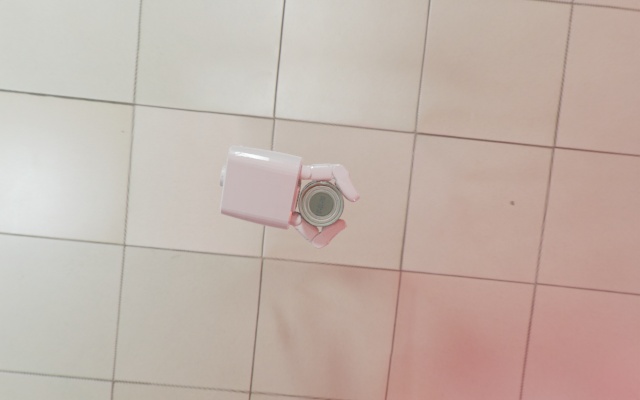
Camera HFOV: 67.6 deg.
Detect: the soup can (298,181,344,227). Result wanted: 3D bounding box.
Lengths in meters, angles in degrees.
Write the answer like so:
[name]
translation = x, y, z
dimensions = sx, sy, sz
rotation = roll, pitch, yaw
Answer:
[soup can]
translation = 0.001, 0.003, 0.731
dimensions = 0.068, 0.068, 0.102
rotation = 0, 3, -1
